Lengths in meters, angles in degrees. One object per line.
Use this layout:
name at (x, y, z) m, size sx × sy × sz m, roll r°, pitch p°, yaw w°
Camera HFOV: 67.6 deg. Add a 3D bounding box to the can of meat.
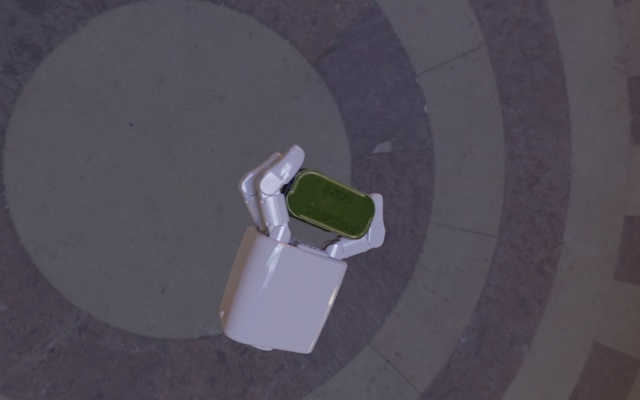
can of meat at (0.000, 0.002, 0.521) m, size 0.102 × 0.057 × 0.084 m, roll 23°, pitch -2°, yaw -18°
